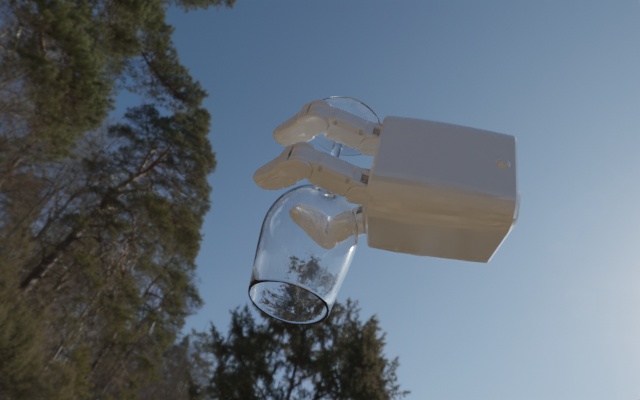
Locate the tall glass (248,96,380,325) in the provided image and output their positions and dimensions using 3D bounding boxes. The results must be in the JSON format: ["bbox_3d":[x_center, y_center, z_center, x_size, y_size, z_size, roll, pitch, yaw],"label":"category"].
[{"bbox_3d":[0.000,0.001,0.408,0.079,0.201,0.079,11,-39,9],"label":"tall glass"}]
